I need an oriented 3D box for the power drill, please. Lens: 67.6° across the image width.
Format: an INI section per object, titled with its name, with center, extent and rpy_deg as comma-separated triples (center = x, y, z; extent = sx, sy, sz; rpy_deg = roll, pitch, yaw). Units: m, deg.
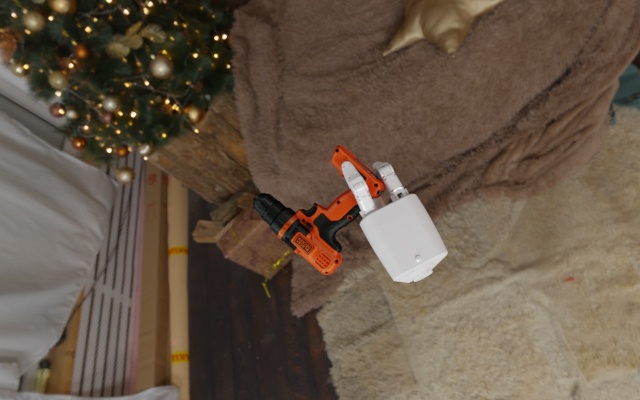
[power drill]
center = 0.001, 0.002, 0.794
extent = 0.184, 0.188, 0.057
rpy_deg = 41, 14, 6
